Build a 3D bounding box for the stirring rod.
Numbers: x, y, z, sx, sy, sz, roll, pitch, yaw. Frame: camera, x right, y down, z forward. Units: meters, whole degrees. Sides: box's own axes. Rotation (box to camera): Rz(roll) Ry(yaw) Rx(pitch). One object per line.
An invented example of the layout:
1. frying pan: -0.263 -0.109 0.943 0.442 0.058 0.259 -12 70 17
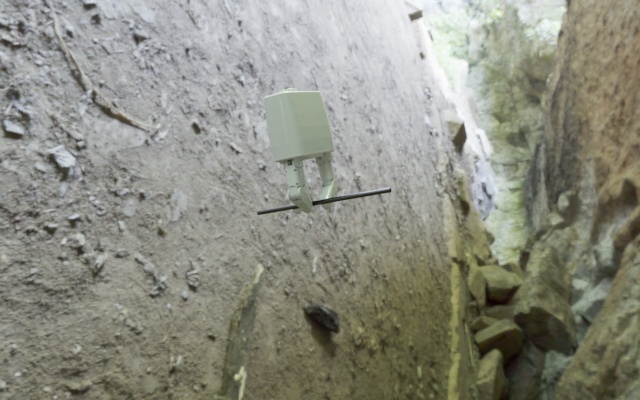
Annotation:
1. stirring rod: 0.000 0.003 0.789 0.239 0.011 0.011 -10 -4 23
